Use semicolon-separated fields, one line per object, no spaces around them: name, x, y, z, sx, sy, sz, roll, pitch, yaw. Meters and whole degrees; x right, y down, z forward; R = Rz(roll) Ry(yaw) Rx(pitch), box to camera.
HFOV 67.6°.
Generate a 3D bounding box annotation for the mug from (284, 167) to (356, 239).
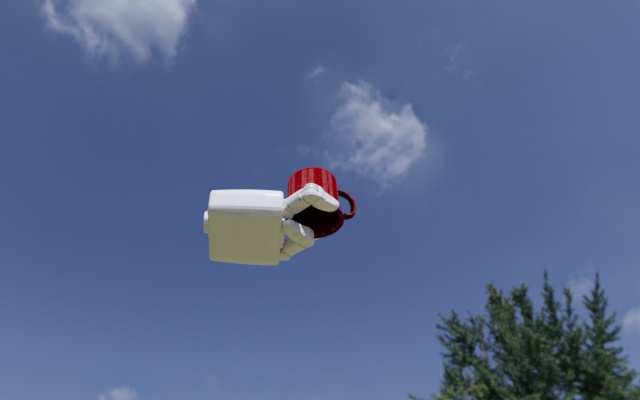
mug;0.002;0.002;0.763;0.117;0.081;0.093;4;-40;-10
